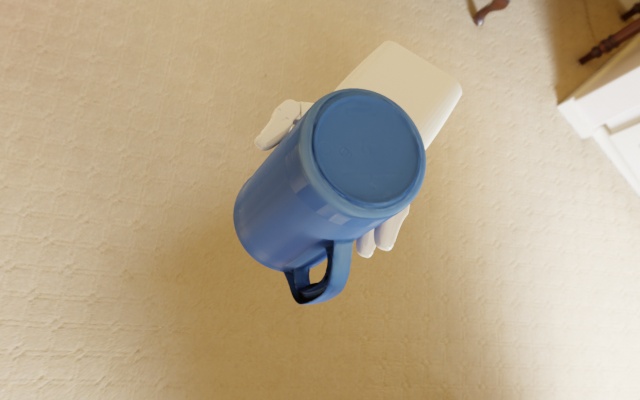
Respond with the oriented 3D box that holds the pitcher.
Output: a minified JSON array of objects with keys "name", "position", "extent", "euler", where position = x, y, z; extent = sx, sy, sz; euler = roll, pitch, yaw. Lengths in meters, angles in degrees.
[{"name":"pitcher","position":[0.000,0.001,0.467],"extent":[0.149,0.145,0.243],"euler":[42,-23,-4]}]
